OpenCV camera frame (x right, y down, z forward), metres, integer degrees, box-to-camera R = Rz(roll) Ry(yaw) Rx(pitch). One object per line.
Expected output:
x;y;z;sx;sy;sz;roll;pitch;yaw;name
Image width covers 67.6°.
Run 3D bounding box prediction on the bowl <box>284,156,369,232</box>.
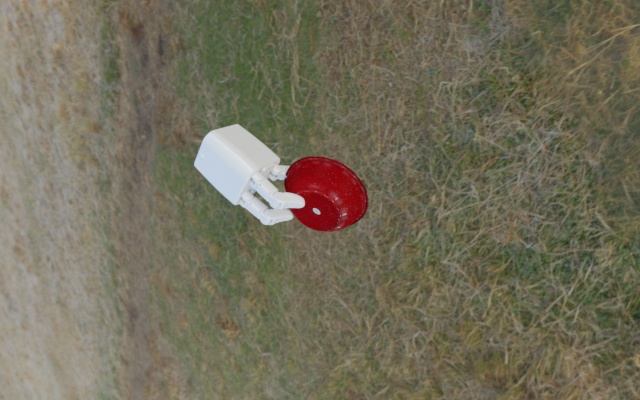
0.001;0.004;0.843;0.162;0.162;0.055;0;38;26;bowl
